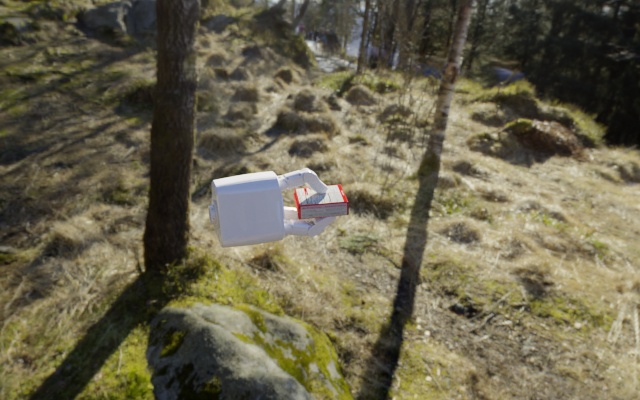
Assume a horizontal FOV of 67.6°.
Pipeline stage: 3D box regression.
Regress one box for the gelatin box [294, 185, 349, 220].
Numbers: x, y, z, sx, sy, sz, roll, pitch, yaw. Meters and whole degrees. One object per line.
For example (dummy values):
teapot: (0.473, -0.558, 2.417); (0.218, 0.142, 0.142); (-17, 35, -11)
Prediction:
gelatin box: (0.000, 0.002, 0.845); (0.089, 0.030, 0.073); (-6, 26, -6)
